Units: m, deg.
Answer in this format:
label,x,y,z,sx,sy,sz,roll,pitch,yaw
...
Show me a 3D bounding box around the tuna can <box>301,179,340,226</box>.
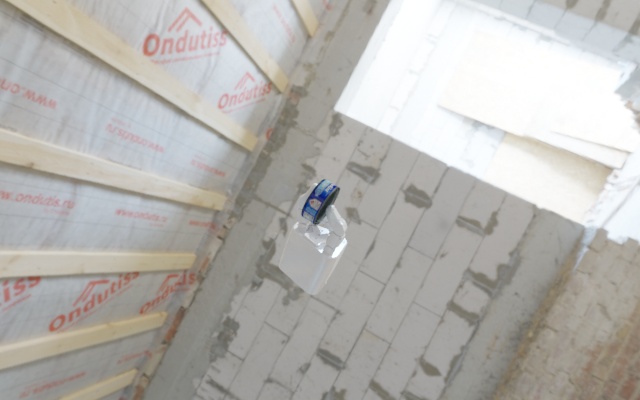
label,x,y,z,sx,sy,sz,roll,pitch,yaw
tuna can,0.000,0.003,0.900,0.034,0.086,0.086,32,7,11
